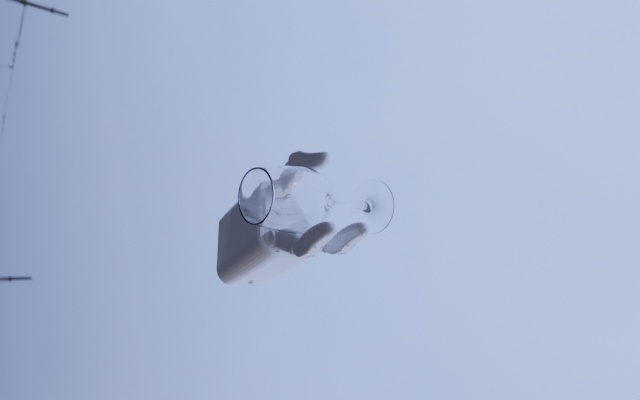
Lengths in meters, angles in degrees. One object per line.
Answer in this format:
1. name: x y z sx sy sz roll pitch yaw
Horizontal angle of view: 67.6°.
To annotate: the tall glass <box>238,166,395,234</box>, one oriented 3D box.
1. tall glass: 0.001 0.002 0.574 0.079 0.079 0.201 0 -4 44
